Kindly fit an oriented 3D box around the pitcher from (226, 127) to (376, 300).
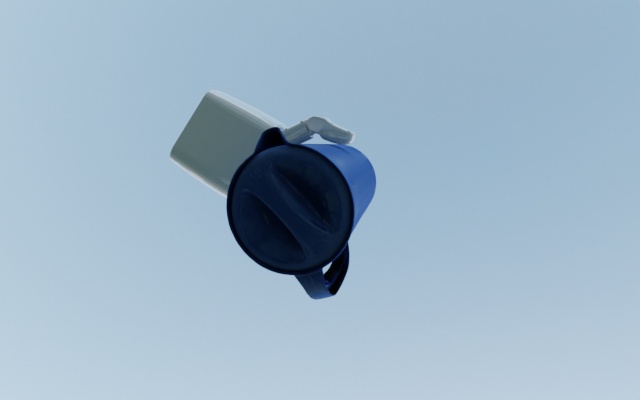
[{"bbox_3d":[0.000,0.002,0.578,0.145,0.149,0.243,29,16,9],"label":"pitcher"}]
